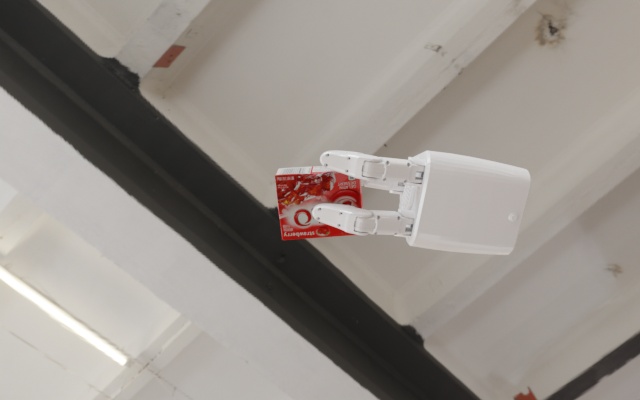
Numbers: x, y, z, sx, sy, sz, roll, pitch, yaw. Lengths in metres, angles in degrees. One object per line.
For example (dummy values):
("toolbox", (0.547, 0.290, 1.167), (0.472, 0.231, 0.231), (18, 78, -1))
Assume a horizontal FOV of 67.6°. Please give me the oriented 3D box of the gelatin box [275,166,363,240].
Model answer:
("gelatin box", (0.000, 0.002, 0.505), (0.089, 0.073, 0.030), (-3, 19, 5))
